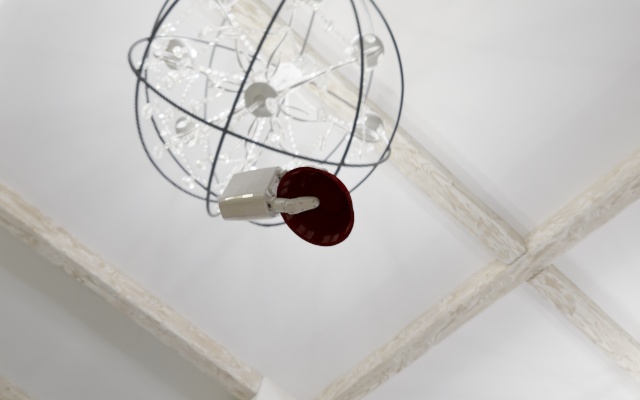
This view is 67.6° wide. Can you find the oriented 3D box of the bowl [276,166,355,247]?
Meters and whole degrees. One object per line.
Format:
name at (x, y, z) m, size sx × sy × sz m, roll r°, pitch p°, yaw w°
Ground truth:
bowl at (0.002, 0.003, 0.882) m, size 0.162 × 0.162 × 0.055 m, roll 0°, pitch 25°, yaw 32°
